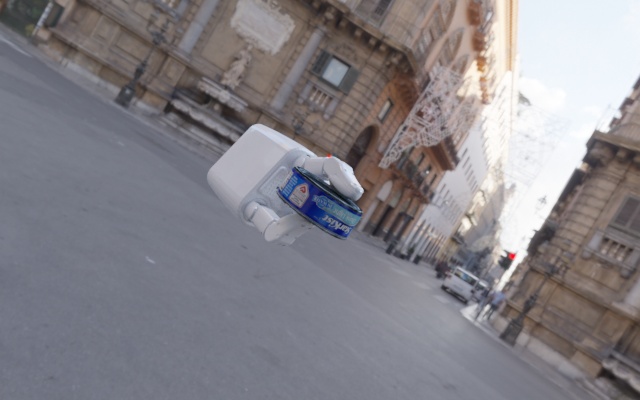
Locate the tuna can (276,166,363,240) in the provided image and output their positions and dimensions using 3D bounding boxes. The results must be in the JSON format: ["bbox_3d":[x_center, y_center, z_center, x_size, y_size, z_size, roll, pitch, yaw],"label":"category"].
[{"bbox_3d":[0.000,0.001,0.480,0.086,0.034,0.086,34,6,-4],"label":"tuna can"}]
